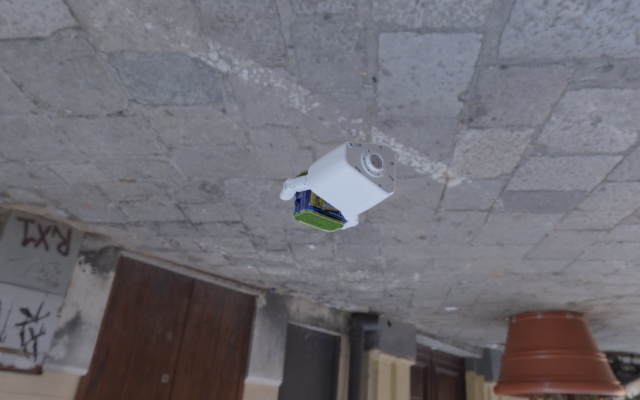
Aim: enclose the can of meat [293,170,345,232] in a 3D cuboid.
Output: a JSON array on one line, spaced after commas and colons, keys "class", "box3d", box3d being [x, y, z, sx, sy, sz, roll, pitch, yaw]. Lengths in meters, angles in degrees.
[{"class": "can of meat", "box3d": [0.000, 0.003, 0.880, 0.102, 0.084, 0.057, 21, -31, -31]}]
